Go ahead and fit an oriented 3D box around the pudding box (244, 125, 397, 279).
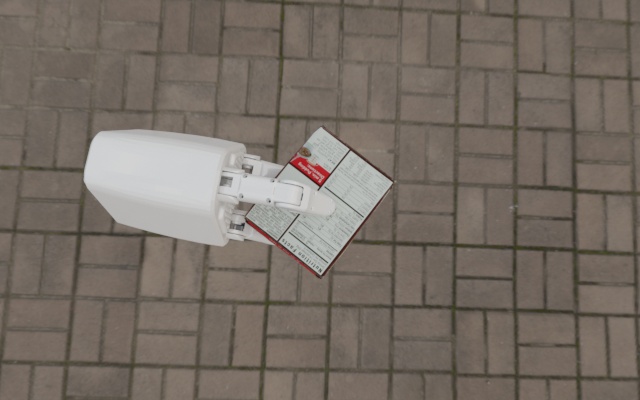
[{"bbox_3d":[0.000,0.001,0.436,0.090,0.113,0.039,38,-5,4],"label":"pudding box"}]
